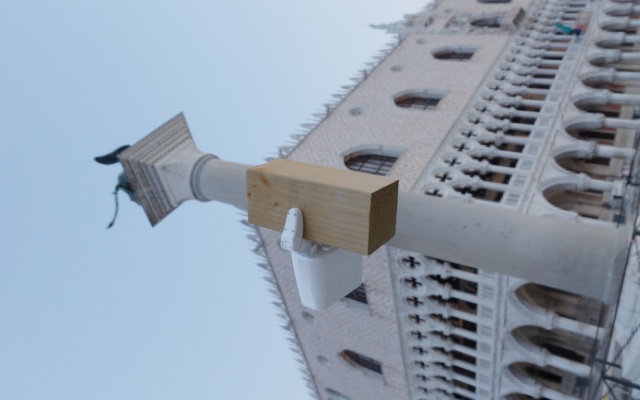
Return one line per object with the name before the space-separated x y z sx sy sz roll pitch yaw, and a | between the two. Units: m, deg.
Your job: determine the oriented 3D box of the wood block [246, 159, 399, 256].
wood block | 0.000 0.003 0.700 0.206 0.090 0.091 12 21 30
